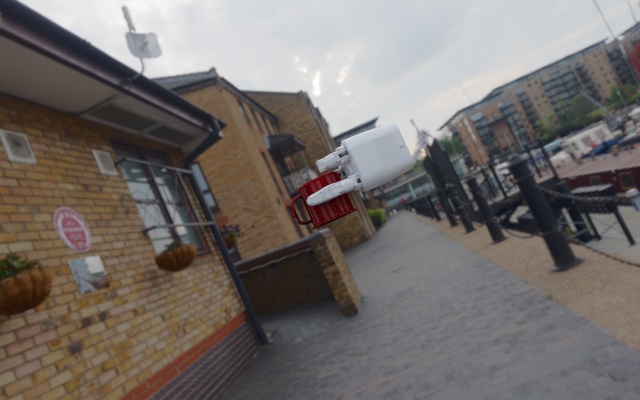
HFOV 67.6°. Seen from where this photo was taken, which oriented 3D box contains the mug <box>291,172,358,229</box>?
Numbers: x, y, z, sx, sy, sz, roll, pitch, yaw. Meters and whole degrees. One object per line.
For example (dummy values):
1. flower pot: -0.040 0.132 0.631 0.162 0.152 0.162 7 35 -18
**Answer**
1. mug: -0.001 0.003 0.881 0.117 0.081 0.093 -23 -5 -13
